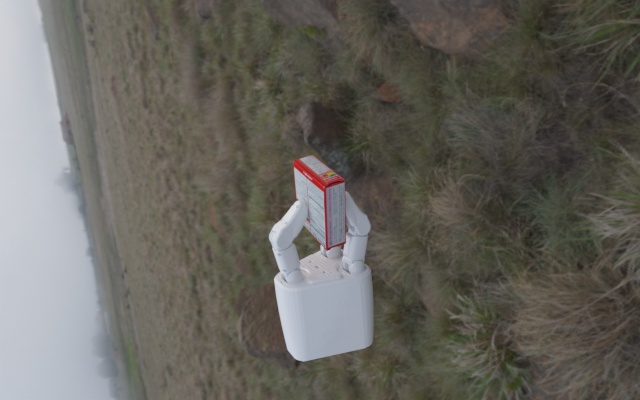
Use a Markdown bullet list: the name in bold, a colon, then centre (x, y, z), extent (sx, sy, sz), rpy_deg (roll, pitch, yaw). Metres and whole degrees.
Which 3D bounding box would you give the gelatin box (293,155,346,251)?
- **gelatin box**: centre (0.000, 0.002, 0.553), extent (0.030, 0.089, 0.073), rpy_deg (-19, 36, -23)
